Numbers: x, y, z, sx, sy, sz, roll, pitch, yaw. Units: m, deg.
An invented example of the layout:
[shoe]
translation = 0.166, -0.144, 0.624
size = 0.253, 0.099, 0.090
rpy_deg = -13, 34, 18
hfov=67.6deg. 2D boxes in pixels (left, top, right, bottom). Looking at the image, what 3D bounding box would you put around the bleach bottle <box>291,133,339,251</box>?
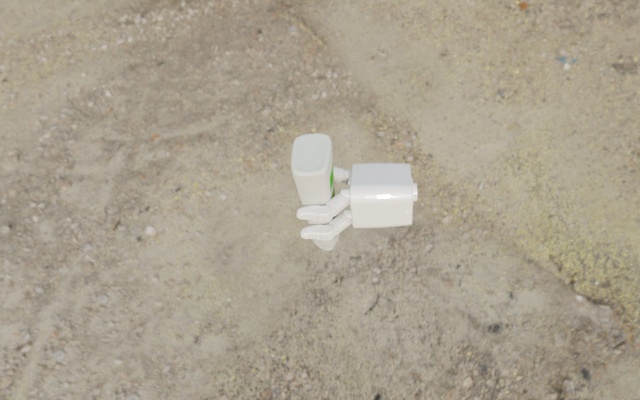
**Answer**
[bleach bottle]
translation = 0.000, 0.003, 0.878
size = 0.068, 0.102, 0.251
rpy_deg = -2, -40, 8
